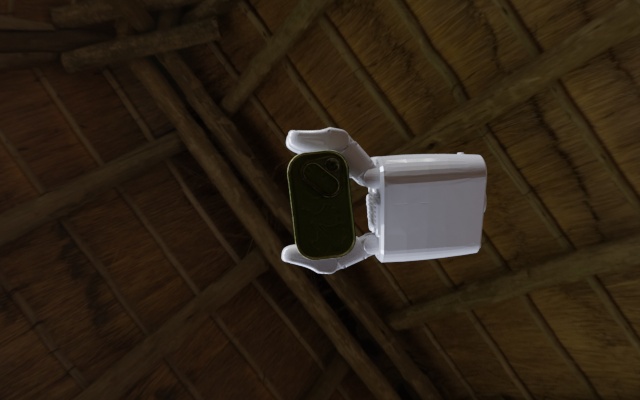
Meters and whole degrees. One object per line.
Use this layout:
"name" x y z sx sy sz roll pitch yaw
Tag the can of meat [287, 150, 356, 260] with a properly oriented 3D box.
"can of meat" 0.000 0.002 0.484 0.057 0.102 0.084 -7 5 -1
